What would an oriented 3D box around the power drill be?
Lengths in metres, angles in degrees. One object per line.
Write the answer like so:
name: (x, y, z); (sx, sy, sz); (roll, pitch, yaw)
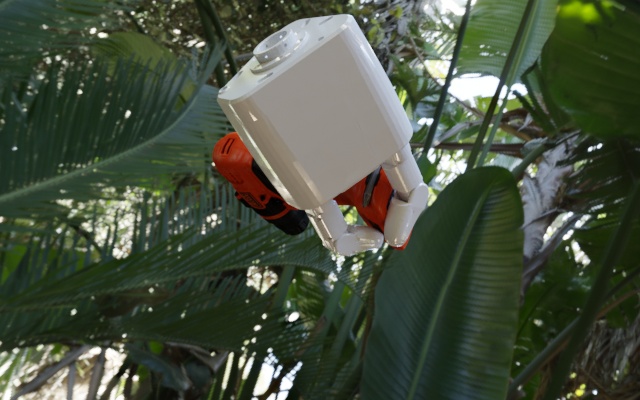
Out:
power drill: (0.000, 0.002, 0.502); (0.187, 0.057, 0.184); (9, -23, 27)
